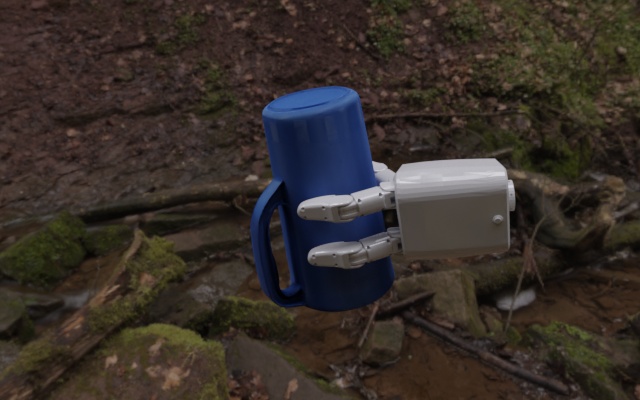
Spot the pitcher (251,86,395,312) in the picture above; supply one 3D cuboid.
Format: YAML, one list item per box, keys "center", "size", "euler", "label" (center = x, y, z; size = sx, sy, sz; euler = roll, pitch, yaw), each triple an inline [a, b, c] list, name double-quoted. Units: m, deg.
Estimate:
- center: [0.000, 0.002, 0.556]
  size: [0.145, 0.243, 0.149]
  euler: [-5, 24, 14]
  label: "pitcher"
